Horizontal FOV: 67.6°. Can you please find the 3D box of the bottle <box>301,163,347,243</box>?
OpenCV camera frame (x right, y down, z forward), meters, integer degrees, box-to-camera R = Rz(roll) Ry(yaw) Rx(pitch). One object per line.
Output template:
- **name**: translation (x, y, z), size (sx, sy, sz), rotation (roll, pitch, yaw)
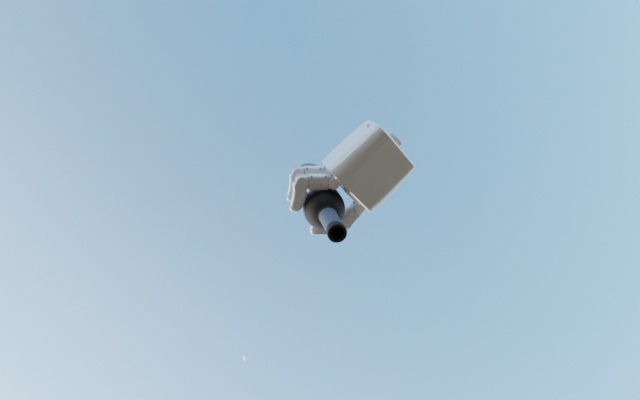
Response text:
- **bottle**: translation (0.000, 0.003, 0.786), size (0.069, 0.069, 0.295), rotation (0, 17, -9)
